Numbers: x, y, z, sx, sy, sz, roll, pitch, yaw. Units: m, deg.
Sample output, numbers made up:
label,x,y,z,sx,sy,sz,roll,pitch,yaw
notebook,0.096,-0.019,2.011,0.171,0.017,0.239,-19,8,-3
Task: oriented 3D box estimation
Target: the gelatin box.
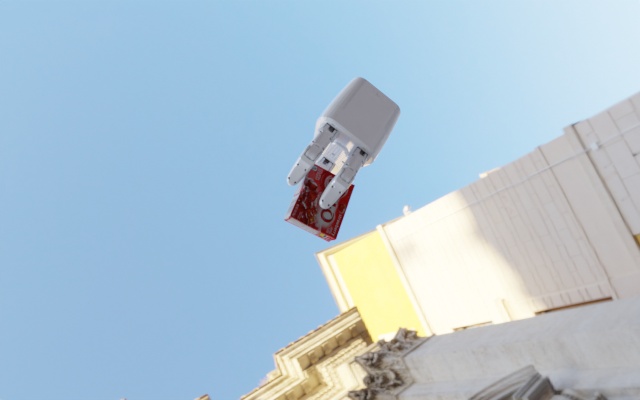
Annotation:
label,x,y,z,sx,sy,sz,roll,pitch,yaw
gelatin box,0.000,0.003,0.664,0.073,0.089,0.030,28,-23,-15
